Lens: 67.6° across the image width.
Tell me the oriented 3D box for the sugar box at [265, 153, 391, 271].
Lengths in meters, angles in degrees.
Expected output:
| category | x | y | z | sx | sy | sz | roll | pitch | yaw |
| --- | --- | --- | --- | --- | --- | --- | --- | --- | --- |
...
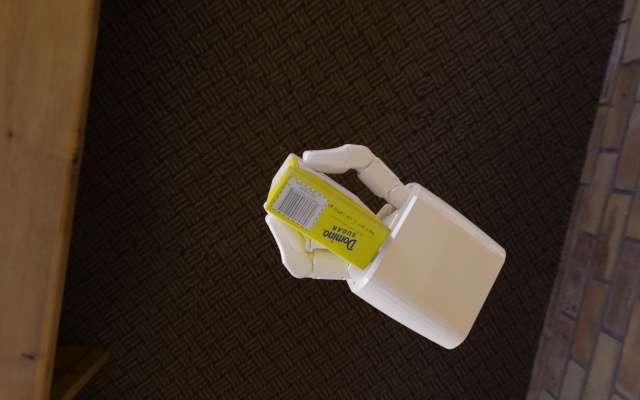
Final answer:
| category | x | y | z | sx | sy | sz | roll | pitch | yaw |
| --- | --- | --- | --- | --- | --- | --- | --- | --- | --- |
| sugar box | 0.000 | 0.002 | 0.441 | 0.093 | 0.048 | 0.176 | 34 | 3 | -7 |
